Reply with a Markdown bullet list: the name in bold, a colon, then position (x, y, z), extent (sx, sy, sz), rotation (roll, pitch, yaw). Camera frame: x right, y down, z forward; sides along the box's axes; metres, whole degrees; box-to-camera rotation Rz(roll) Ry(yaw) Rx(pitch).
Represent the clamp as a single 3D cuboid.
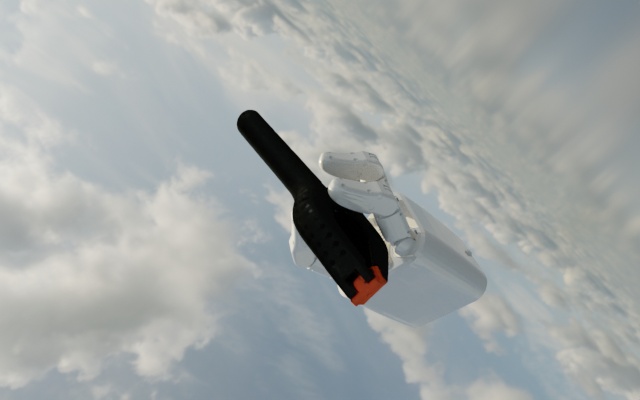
- **clamp**: position (0.000, 0.002, 0.420), extent (0.164, 0.036, 0.209), rotation (31, 22, -28)
